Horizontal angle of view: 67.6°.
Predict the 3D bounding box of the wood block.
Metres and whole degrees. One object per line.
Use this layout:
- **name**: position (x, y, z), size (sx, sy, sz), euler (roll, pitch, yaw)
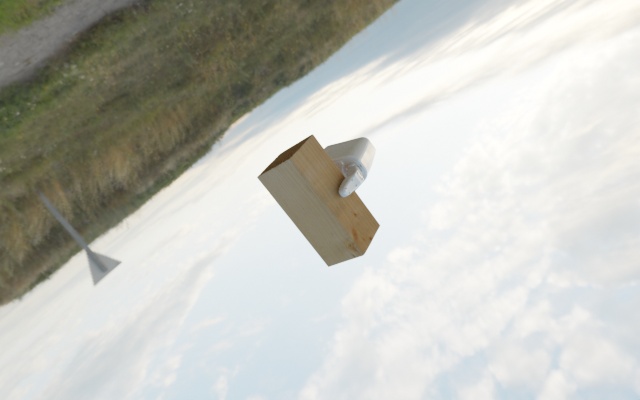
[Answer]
- **wood block**: position (0.001, 0.003, 0.831), size (0.091, 0.206, 0.090), euler (-25, 19, 41)
